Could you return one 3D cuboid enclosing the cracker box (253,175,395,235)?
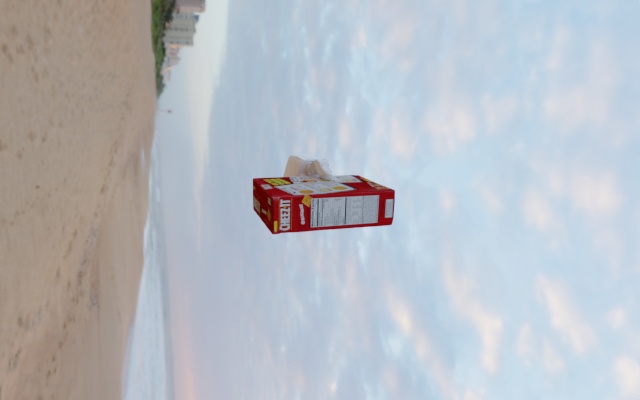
[{"bbox_3d":[0.000,0.003,0.844,0.213,0.072,0.164,-4,13,-18],"label":"cracker box"}]
